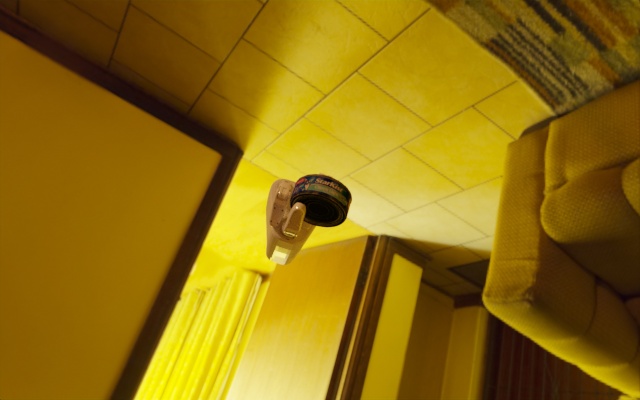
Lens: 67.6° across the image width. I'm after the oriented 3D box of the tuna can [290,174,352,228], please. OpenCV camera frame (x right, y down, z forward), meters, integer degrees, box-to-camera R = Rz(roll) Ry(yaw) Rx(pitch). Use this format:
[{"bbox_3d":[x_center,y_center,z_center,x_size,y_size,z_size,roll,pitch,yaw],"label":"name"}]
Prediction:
[{"bbox_3d":[0.000,0.003,0.681,0.086,0.033,0.086,12,-34,8],"label":"tuna can"}]
